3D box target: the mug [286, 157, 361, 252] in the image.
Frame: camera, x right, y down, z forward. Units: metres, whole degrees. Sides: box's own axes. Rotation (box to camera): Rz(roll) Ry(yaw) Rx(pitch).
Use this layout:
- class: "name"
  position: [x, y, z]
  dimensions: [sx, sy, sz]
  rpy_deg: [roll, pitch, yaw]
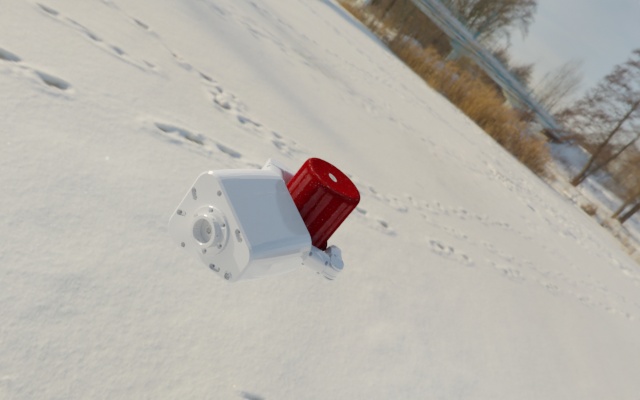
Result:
- class: "mug"
  position: [0.001, 0.002, 0.590]
  dimensions: [0.093, 0.081, 0.117]
  rpy_deg: [47, 23, 19]
